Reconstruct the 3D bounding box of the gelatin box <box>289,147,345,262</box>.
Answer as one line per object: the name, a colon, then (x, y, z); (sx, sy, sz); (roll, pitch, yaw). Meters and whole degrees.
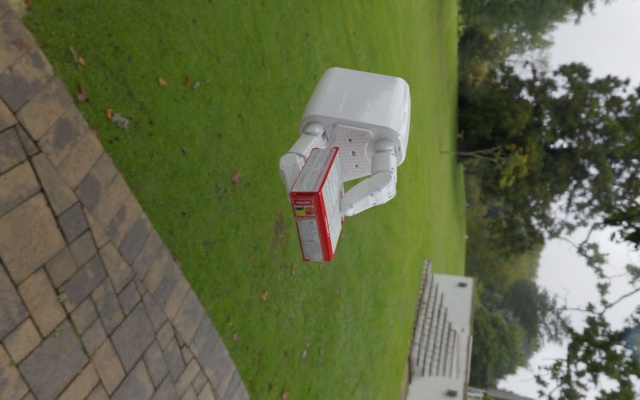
gelatin box: (0.000, 0.002, 0.443); (0.030, 0.073, 0.089); (-1, 32, 14)
